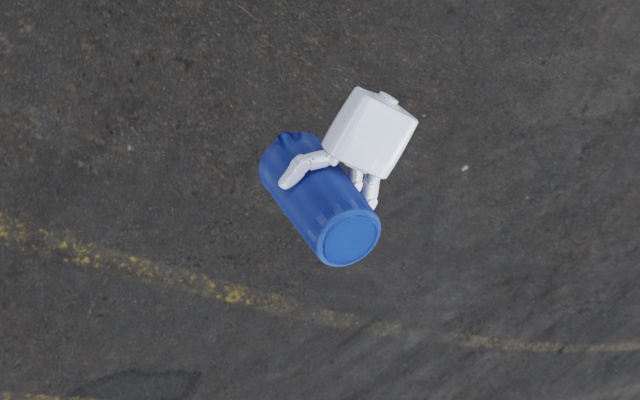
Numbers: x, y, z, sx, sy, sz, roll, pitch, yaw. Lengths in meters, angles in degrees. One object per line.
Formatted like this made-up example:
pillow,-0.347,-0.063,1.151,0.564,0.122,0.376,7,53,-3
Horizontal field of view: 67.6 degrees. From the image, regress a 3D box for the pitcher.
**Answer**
pitcher,0.000,0.002,0.794,0.149,0.145,0.242,14,25,-35
